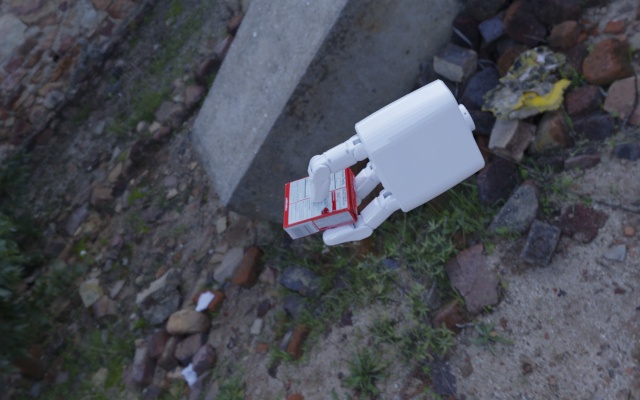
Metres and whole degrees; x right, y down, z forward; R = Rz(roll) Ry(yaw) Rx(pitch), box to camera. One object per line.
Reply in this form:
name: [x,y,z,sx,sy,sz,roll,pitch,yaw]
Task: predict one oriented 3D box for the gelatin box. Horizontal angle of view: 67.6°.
gelatin box: [0.000,0.002,0.587,0.089,0.073,0.030,-17,-43,17]
